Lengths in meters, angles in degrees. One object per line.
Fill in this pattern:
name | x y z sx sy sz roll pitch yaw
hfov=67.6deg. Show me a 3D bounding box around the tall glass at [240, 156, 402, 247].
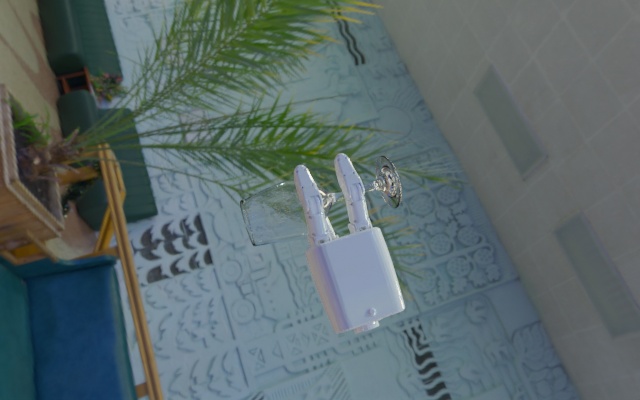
tall glass | 0.001 0.002 0.625 0.201 0.079 0.079 -16 4 -14
